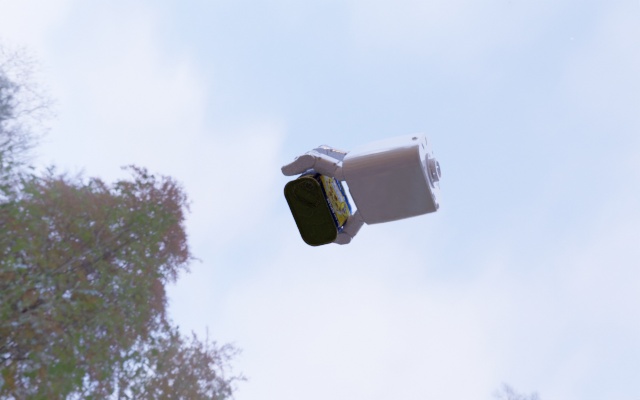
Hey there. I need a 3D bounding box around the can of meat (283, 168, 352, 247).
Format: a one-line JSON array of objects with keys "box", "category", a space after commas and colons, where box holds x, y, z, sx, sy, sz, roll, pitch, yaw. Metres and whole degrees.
[{"box": [0.000, 0.002, 0.692, 0.057, 0.102, 0.084, -15, 15, 27], "category": "can of meat"}]
